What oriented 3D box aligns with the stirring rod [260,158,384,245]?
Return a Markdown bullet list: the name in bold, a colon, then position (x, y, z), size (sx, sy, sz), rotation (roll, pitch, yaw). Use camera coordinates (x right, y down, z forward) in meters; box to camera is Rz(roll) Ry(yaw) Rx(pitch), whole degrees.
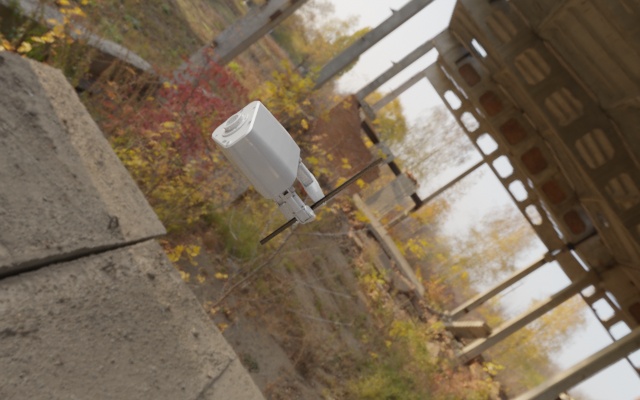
- **stirring rod**: position (0.000, 0.003, 0.772), size (0.239, 0.011, 0.011), rotation (-35, -5, 7)
